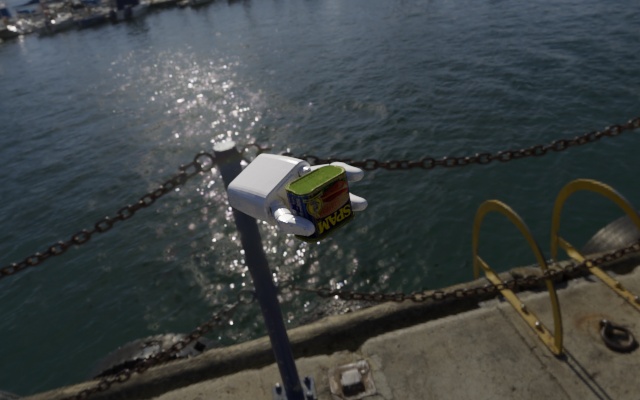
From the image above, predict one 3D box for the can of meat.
[{"bbox_3d":[0.000,0.002,0.726,0.102,0.084,0.057,-31,34,-33],"label":"can of meat"}]
